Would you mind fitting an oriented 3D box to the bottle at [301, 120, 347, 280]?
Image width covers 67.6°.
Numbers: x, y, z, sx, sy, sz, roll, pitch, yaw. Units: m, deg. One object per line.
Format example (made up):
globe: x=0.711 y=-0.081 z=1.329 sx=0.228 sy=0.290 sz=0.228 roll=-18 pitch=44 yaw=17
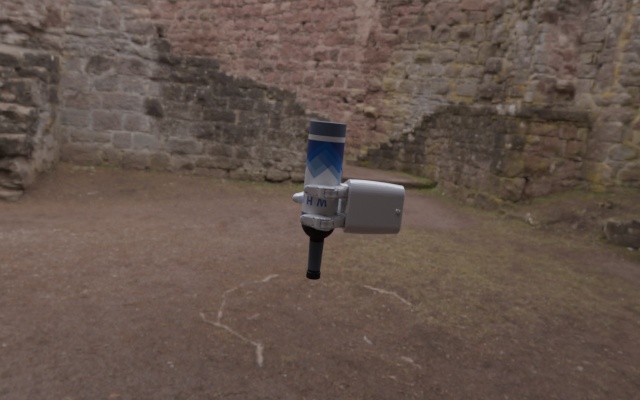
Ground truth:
bottle: x=0.000 y=0.003 z=0.886 sx=0.069 sy=0.296 sz=0.069 roll=6 pitch=10 yaw=-1
